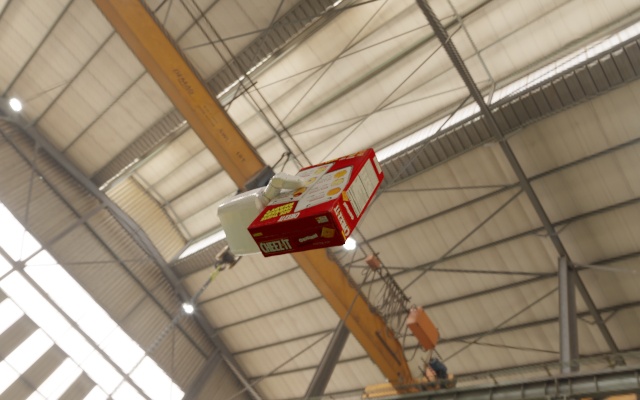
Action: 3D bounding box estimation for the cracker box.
[{"bbox_3d":[0.000,0.002,0.819,0.164,0.072,0.213,-13,25,33],"label":"cracker box"}]
